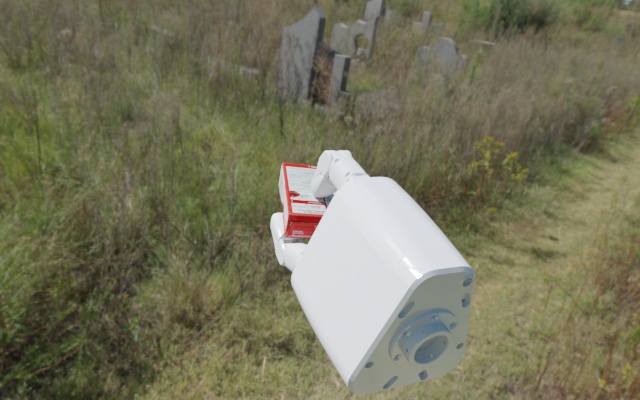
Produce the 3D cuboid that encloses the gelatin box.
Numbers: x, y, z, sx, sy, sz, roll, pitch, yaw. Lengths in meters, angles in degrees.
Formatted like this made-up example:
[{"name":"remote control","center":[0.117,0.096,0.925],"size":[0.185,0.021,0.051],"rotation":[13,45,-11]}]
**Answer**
[{"name":"gelatin box","center":[0.000,0.001,0.457],"size":[0.073,0.030,0.089],"rotation":[5,35,-13]}]
